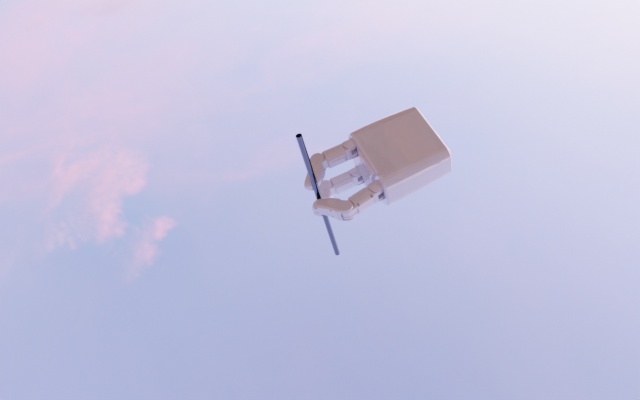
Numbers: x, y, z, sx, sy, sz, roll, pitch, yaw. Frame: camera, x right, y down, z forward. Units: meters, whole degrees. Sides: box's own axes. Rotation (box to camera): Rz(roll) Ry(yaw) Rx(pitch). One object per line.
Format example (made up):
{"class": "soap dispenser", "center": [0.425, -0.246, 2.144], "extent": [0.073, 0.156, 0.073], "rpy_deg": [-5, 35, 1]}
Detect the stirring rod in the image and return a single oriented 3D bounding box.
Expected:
{"class": "stirring rod", "center": [0.000, 0.002, 0.661], "extent": [0.011, 0.011, 0.240], "rpy_deg": [0, -42, 17]}
